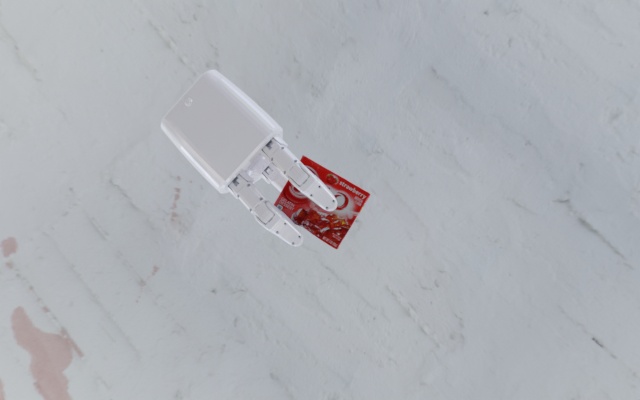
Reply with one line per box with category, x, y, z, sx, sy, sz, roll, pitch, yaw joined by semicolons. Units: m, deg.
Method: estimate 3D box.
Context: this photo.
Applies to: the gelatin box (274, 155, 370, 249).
gelatin box;0.000;0.002;0.541;0.089;0.073;0.030;31;0;4
